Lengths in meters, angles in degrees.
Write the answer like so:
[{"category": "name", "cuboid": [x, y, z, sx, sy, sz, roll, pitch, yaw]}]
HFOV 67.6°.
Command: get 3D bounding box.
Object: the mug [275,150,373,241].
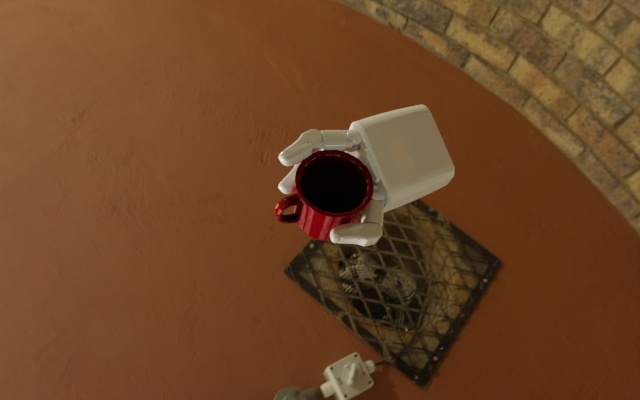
[{"category": "mug", "cuboid": [-0.001, 0.003, 0.584, 0.117, 0.093, 0.081, -19, -25, -19]}]
